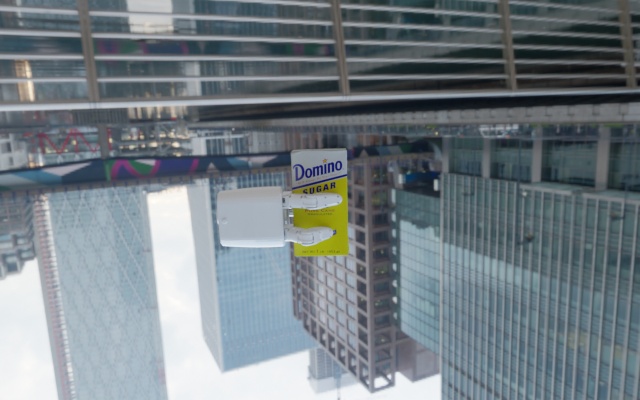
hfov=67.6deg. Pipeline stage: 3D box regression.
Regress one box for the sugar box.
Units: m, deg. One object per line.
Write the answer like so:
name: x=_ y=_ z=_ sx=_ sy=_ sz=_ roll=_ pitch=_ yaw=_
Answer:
sugar box: x=0.000 y=0.003 z=0.797 sx=0.093 sy=0.176 sz=0.048 roll=-2 pitch=10 yaw=3
